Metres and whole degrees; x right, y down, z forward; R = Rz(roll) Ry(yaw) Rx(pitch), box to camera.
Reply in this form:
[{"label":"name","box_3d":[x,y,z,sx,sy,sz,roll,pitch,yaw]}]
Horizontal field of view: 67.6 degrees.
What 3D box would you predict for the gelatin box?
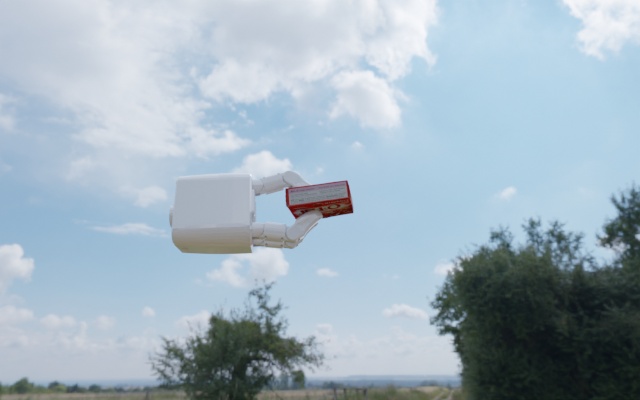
[{"label":"gelatin box","box_3d":[0.000,0.002,0.677,0.089,0.030,0.073,-8,-19,5]}]
